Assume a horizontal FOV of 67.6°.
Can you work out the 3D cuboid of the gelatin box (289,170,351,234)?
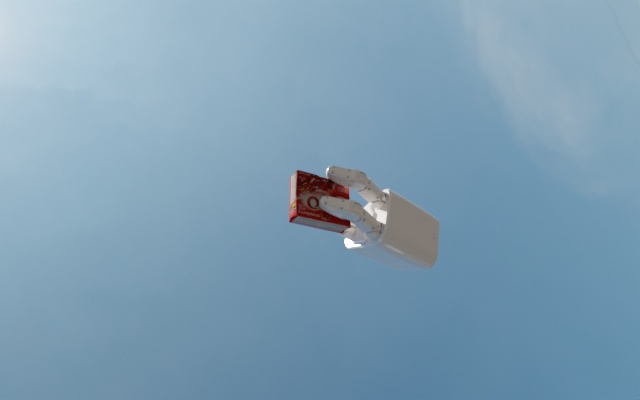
[{"bbox_3d":[0.000,0.002,0.687,0.089,0.073,0.030,13,-30,-24],"label":"gelatin box"}]
